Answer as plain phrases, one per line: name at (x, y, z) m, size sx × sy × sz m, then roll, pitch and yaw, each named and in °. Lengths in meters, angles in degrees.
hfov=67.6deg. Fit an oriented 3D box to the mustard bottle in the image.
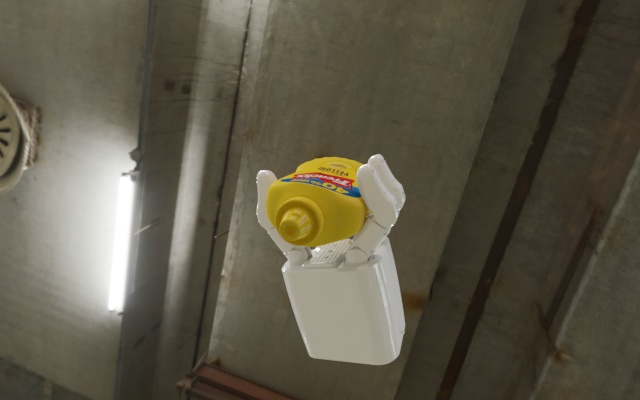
mustard bottle at (0.000, 0.001, 0.468) m, size 0.096 × 0.058 × 0.191 m, roll 14°, pitch 18°, yaw 12°
